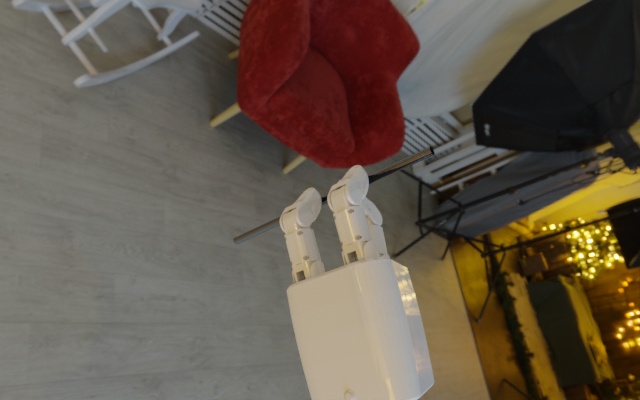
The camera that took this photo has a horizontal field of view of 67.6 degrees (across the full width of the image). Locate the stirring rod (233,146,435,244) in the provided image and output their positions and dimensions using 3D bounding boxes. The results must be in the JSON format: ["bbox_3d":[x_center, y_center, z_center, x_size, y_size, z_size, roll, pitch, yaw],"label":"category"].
[{"bbox_3d":[0.000,0.002,0.460,0.239,0.011,0.011,-25,-14,32],"label":"stirring rod"}]
